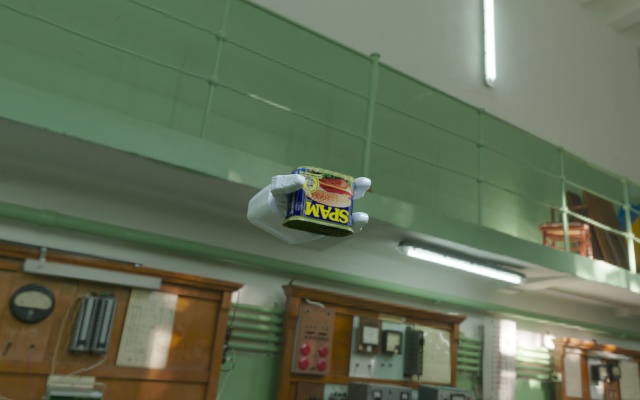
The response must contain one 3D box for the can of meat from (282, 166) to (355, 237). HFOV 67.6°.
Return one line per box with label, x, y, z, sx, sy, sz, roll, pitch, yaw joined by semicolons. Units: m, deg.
can of meat;0.000;0.002;0.704;0.102;0.084;0.057;13;-19;-23
